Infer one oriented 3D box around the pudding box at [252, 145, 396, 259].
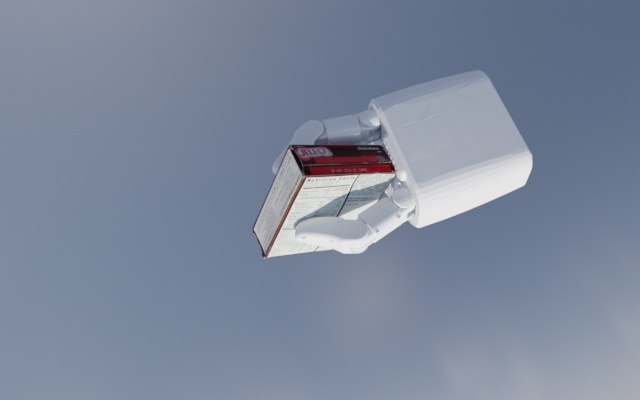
[{"bbox_3d":[0.000,0.001,0.414,0.090,0.039,0.114,-3,-40,-30],"label":"pudding box"}]
